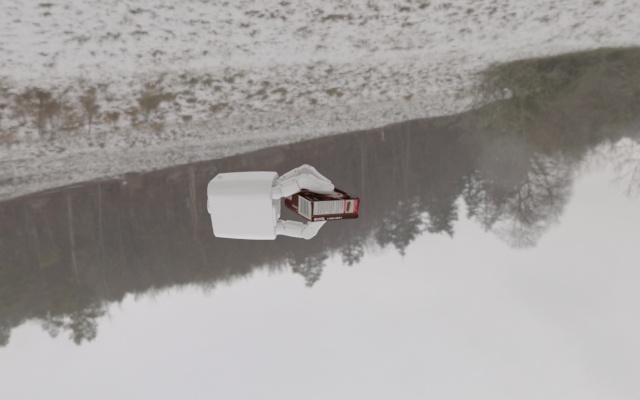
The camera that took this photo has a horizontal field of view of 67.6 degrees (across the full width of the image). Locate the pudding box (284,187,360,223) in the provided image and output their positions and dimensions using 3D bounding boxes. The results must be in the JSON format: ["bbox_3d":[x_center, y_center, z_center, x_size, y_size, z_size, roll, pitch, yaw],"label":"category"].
[{"bbox_3d":[0.000,0.003,0.803,0.090,0.039,0.113,-4,17,-26],"label":"pudding box"}]
